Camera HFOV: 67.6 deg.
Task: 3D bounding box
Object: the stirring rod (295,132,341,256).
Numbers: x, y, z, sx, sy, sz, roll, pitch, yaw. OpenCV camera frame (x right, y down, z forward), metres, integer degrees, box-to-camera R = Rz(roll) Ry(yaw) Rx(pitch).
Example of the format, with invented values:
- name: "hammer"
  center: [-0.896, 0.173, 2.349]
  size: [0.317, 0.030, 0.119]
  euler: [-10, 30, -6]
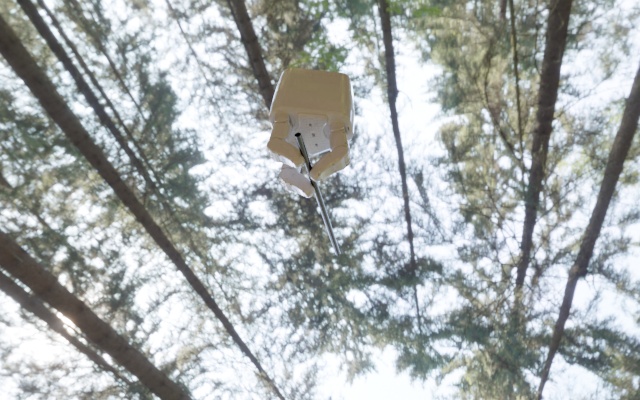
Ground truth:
- name: "stirring rod"
  center: [0.000, 0.002, 0.649]
  size: [0.011, 0.011, 0.240]
  euler: [0, -41, 17]
